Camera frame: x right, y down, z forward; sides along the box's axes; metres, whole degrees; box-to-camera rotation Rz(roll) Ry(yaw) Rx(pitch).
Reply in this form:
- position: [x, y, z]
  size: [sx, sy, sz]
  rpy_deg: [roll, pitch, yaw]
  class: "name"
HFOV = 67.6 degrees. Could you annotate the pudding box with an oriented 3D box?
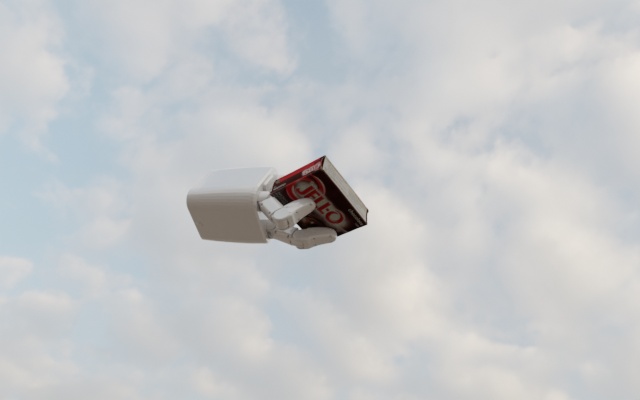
- position: [0.000, 0.002, 0.663]
  size: [0.090, 0.039, 0.113]
  rpy_deg: [-24, -57, 30]
  class: "pudding box"
